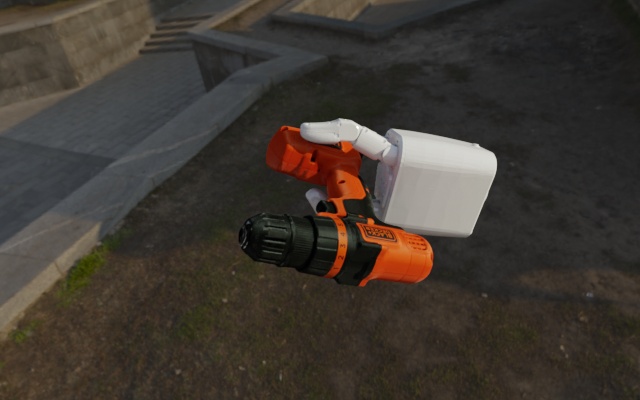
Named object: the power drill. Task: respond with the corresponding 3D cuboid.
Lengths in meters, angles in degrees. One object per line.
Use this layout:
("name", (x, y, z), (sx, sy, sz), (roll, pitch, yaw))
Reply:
("power drill", (0.000, 0.001, 0.465), (0.184, 0.057, 0.187), (13, 34, -28))
